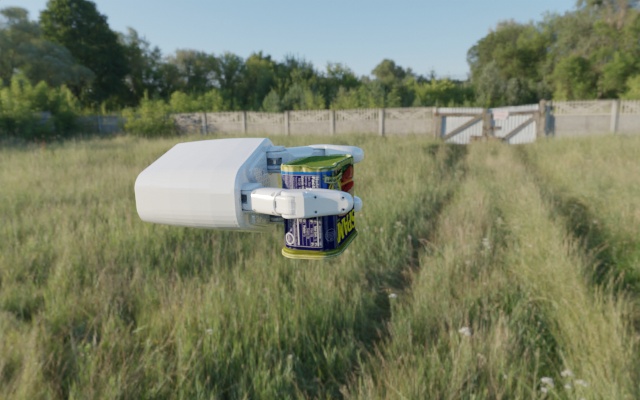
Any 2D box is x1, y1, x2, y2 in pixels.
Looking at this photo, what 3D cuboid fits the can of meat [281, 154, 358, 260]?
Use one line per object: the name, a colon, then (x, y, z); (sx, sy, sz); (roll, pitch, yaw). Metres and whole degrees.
can of meat: (0.000, 0.001, 0.463); (0.057, 0.084, 0.102); (1, 12, 17)
